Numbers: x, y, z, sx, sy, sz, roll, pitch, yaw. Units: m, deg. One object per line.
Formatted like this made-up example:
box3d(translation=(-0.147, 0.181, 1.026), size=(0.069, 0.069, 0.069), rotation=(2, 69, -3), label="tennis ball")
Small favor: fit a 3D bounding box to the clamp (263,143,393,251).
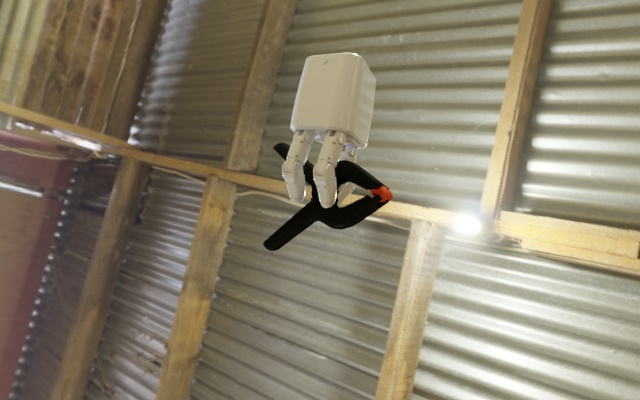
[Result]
box3d(translation=(0.001, 0.002, 0.672), size=(0.210, 0.164, 0.036), rotation=(8, -3, 38), label="clamp")
